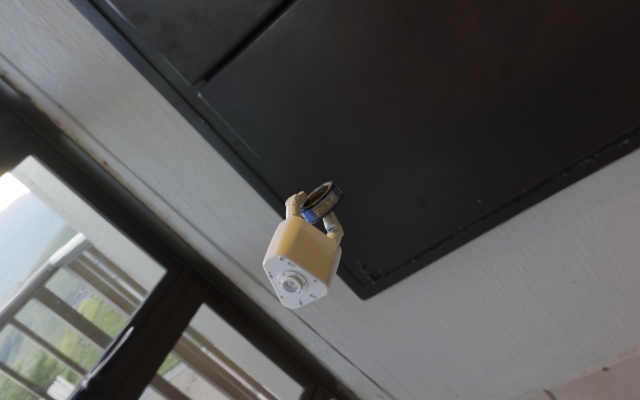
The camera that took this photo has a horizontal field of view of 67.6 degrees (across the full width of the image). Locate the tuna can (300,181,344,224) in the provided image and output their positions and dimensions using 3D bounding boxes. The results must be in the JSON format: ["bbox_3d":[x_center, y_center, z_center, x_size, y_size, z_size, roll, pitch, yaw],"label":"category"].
[{"bbox_3d":[0.000,0.002,0.882,0.086,0.034,0.086,-37,14,11],"label":"tuna can"}]
